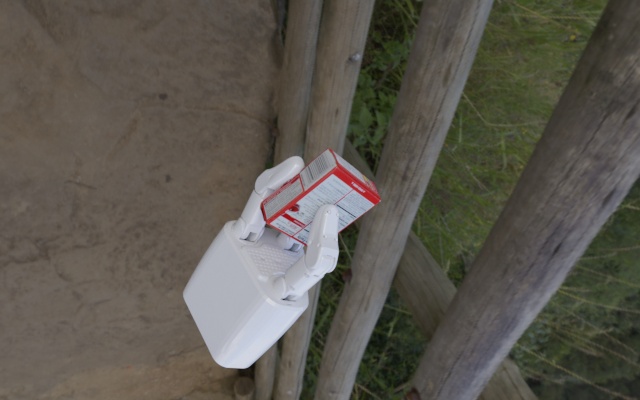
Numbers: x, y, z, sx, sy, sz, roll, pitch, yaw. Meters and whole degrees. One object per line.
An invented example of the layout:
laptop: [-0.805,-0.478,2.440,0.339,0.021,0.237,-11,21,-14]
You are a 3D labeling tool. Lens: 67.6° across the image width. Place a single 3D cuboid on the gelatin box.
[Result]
gelatin box: [0.000,0.002,0.449,0.089,0.030,0.073,-38,-44,19]
